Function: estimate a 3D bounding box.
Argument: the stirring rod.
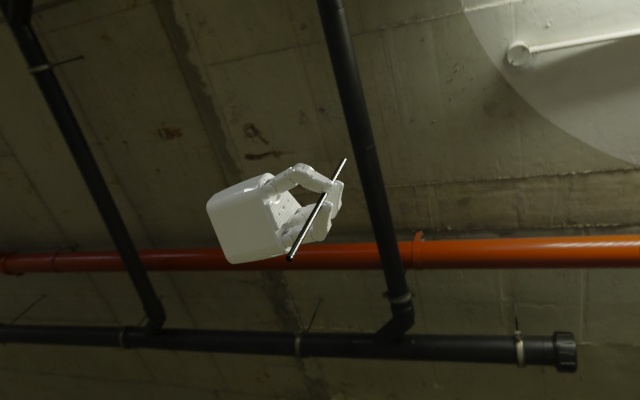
[{"bbox_3d":[0.000,0.002,0.630,0.011,0.011,0.239,0,32,20],"label":"stirring rod"}]
